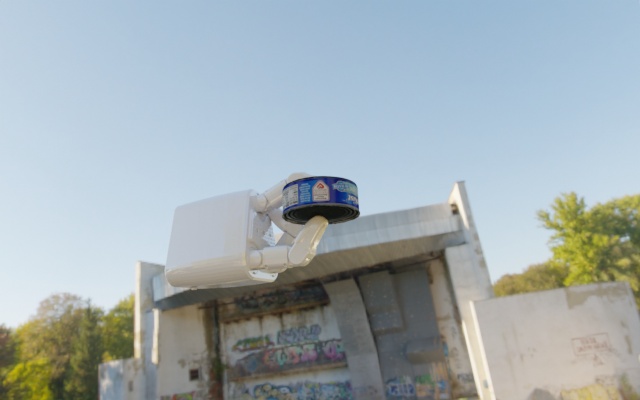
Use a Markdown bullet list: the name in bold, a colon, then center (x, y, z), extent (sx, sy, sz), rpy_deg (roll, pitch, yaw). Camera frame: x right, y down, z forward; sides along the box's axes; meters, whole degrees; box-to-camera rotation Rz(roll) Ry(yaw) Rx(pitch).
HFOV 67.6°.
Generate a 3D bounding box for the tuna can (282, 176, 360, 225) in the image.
- **tuna can**: center (0.000, 0.001, 0.528), extent (0.086, 0.033, 0.086), rpy_deg (-2, -16, -1)
